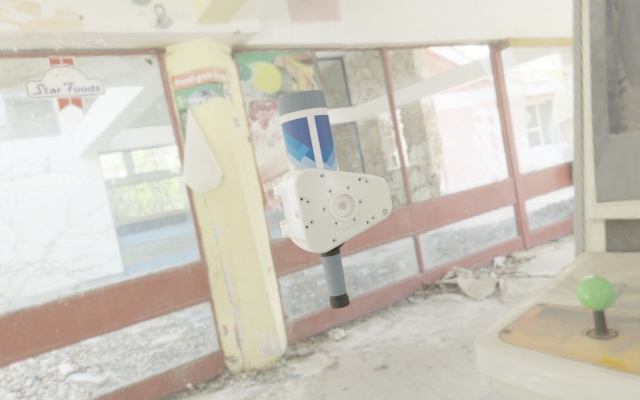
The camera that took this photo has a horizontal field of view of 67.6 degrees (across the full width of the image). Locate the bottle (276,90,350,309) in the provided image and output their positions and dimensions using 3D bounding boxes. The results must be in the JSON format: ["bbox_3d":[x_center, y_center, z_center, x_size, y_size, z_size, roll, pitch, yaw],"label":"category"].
[{"bbox_3d":[0.000,0.002,0.657,0.069,0.296,0.069,-11,3,1],"label":"bottle"}]
